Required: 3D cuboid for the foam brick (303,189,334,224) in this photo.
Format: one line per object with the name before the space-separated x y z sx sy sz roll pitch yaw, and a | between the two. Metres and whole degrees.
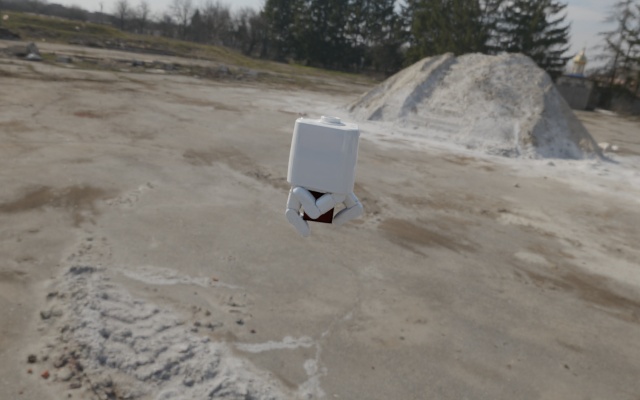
foam brick | 0.000 0.003 0.841 0.053 0.051 0.078 7 16 1
